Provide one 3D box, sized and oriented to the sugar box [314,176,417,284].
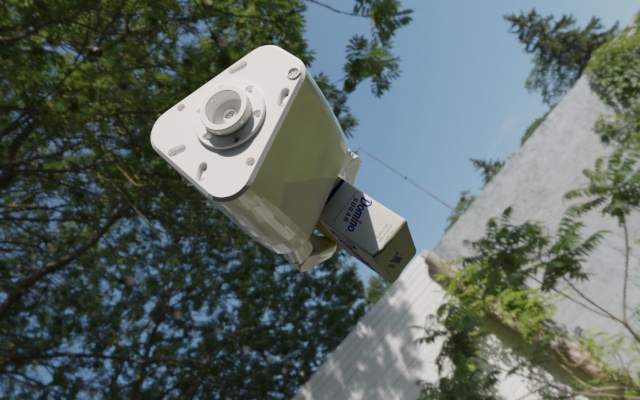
[{"bbox_3d":[0.000,0.002,0.432,0.176,0.048,0.093,37,-7,26],"label":"sugar box"}]
